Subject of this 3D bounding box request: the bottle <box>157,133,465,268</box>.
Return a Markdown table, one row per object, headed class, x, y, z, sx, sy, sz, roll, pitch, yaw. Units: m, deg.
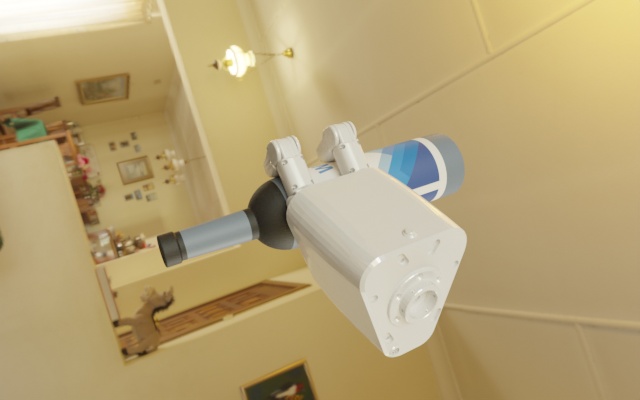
| class | x | y | z | sx | sy | sz | roll | pitch | yaw |
| --- | --- | --- | --- | --- | --- | --- | --- | --- | --- |
| bottle | 0.000 | 0.001 | 0.445 | 0.295 | 0.069 | 0.069 | -17 | 7 | -24 |
